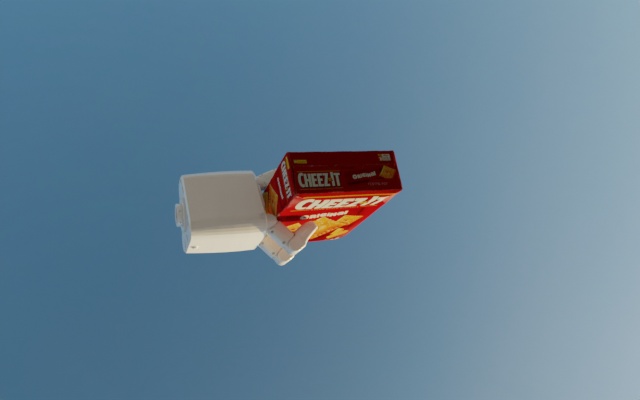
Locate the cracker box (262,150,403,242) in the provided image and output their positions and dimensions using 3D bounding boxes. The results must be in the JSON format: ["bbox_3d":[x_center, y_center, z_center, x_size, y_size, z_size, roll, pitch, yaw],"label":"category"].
[{"bbox_3d":[0.000,0.002,0.728,0.164,0.072,0.214,-4,-20,-23],"label":"cracker box"}]
